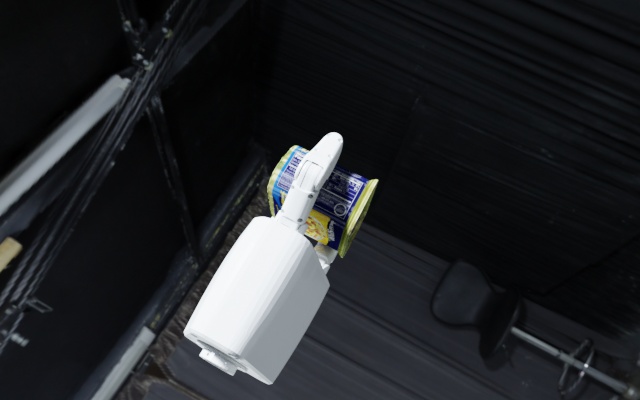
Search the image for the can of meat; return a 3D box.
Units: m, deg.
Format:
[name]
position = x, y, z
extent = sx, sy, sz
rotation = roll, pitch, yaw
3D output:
[can of meat]
position = 0.000, 0.001, 0.451
extent = 0.084, 0.057, 0.102
rotation = 26, -21, 8
